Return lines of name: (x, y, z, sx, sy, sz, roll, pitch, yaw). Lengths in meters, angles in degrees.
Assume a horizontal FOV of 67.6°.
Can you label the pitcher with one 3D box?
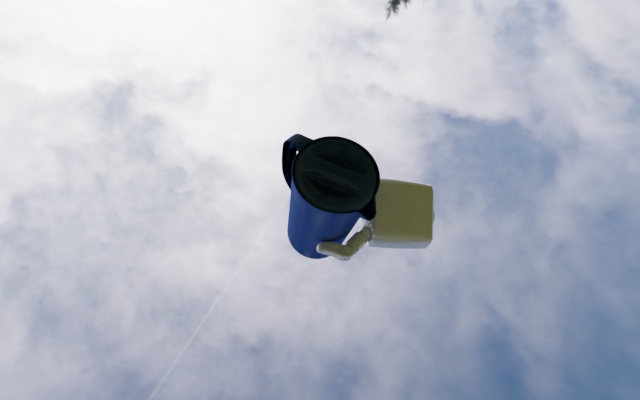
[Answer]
pitcher: (0.000, 0.003, 0.808, 0.145, 0.149, 0.243, 4, -27, -8)
